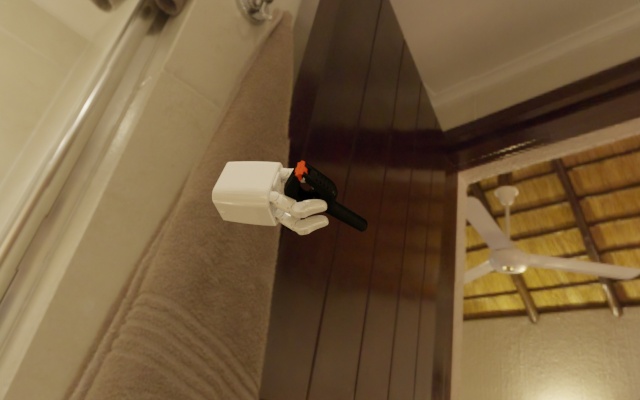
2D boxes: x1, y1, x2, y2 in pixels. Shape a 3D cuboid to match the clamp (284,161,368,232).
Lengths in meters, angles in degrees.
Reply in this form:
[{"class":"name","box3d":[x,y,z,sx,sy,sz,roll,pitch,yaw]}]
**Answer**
[{"class":"clamp","box3d":[0.000,0.002,0.861,0.164,0.036,0.210,2,-32,9]}]
